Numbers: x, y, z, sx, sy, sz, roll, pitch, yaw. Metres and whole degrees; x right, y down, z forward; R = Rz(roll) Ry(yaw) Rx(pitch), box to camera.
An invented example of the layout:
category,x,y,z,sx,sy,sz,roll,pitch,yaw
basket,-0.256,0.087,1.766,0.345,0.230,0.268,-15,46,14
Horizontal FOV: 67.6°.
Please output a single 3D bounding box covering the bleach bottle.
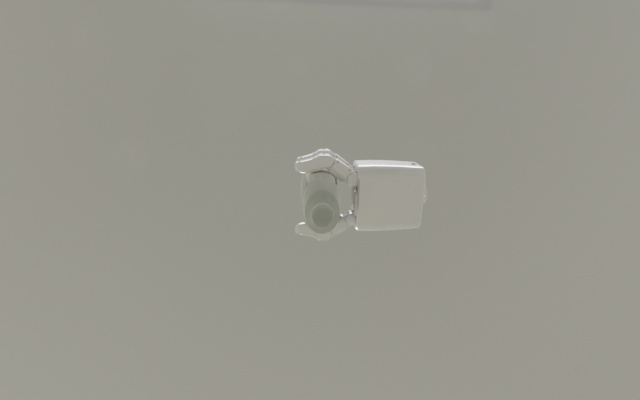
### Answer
category,x,y,z,sx,sy,sz,roll,pitch,yaw
bleach bottle,0.000,0.002,0.761,0.068,0.102,0.250,0,13,-1
